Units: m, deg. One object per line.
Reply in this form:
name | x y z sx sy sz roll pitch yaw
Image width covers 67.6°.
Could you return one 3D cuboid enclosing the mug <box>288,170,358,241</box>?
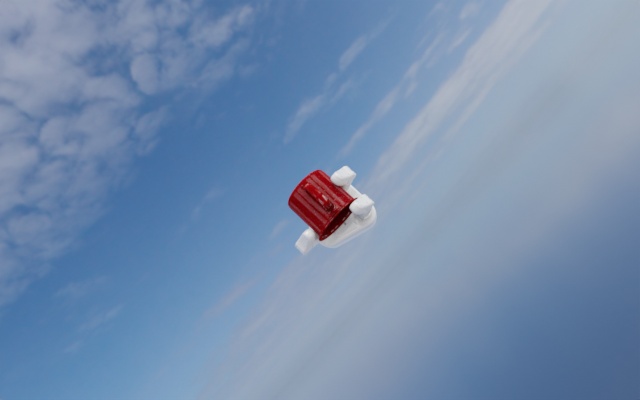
mug | 0.000 0.002 0.760 0.081 0.093 0.117 43 -2 13
